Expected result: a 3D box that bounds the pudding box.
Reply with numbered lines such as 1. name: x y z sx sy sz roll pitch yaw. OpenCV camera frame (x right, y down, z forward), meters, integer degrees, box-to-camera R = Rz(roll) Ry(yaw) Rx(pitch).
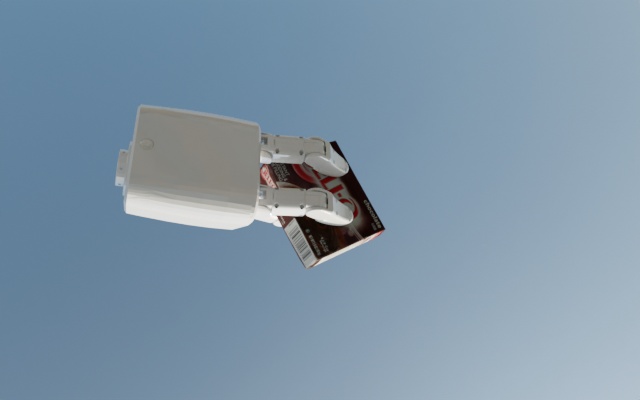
1. pudding box: 0.000 0.002 0.486 0.090 0.113 0.039 -21 -12 -32
